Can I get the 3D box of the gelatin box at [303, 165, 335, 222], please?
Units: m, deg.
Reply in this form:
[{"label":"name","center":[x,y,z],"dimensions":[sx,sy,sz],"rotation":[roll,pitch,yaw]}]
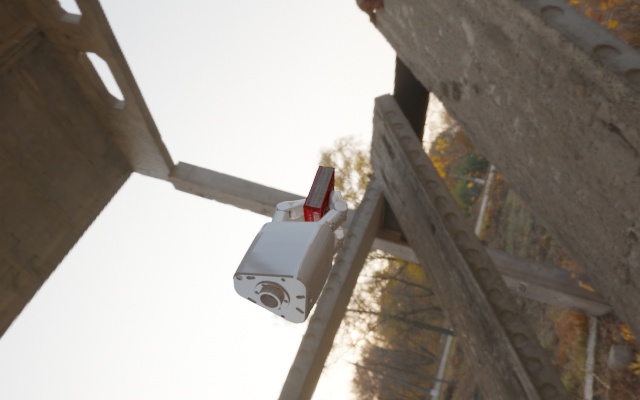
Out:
[{"label":"gelatin box","center":[0.000,0.002,0.742],"dimensions":[0.030,0.089,0.073],"rotation":[11,-38,10]}]
